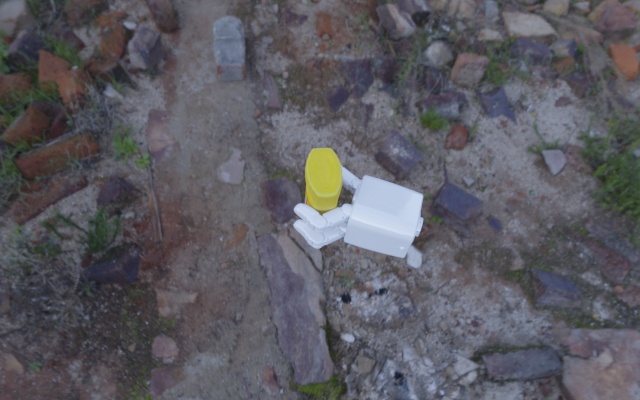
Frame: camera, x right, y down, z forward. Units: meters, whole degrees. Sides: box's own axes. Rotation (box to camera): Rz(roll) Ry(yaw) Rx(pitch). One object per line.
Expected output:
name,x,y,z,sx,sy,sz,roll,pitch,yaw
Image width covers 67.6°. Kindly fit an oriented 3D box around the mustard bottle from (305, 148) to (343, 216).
mustard bottle,0.000,0.002,0.816,0.058,0.096,0.192,-4,-31,-7
